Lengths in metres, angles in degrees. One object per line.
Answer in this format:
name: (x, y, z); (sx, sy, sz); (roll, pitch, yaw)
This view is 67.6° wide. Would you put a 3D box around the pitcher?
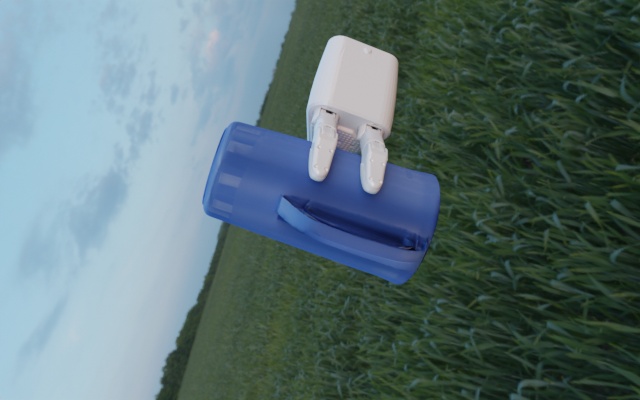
pitcher: (0.000, 0.002, 0.526); (0.243, 0.145, 0.149); (17, -26, -9)
